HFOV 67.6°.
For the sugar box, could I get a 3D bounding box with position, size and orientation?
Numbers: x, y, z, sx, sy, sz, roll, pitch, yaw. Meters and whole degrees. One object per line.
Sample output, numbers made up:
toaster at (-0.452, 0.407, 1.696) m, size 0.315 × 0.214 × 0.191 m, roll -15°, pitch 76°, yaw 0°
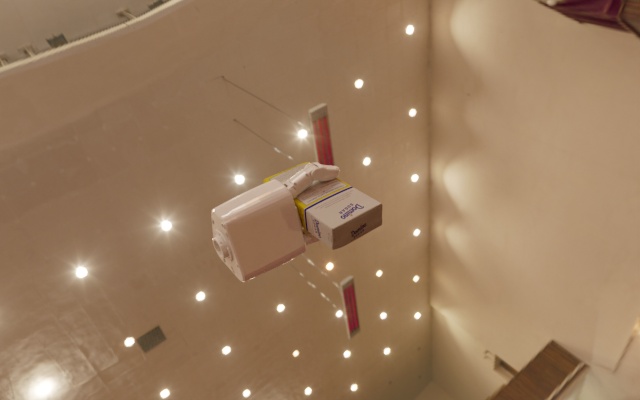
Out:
sugar box at (0.000, 0.003, 0.718) m, size 0.093 × 0.048 × 0.176 m, roll -25°, pitch 41°, yaw -28°
